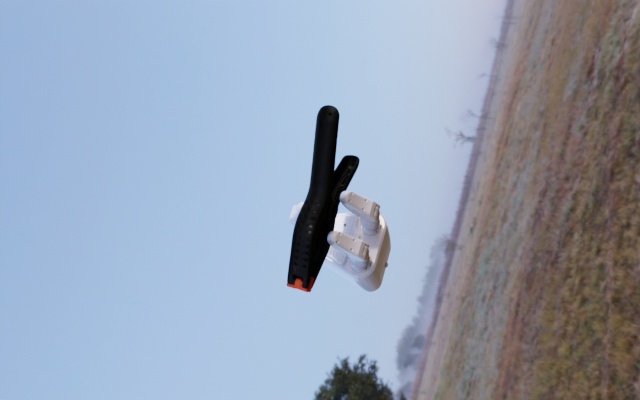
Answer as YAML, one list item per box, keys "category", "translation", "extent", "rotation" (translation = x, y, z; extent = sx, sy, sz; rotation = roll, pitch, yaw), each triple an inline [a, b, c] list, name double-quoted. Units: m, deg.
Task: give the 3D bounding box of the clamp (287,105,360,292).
- category: "clamp"
  translation: [-0.001, 0.002, 0.574]
  extent: [0.036, 0.210, 0.165]
  rotation: [12, -20, 18]
